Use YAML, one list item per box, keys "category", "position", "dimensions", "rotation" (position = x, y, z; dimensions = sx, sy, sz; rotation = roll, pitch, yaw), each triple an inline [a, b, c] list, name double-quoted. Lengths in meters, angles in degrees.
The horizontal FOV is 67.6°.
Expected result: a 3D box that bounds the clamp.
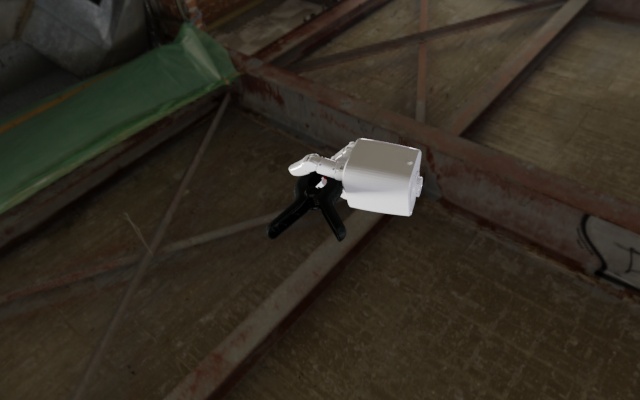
- category: "clamp"
  position: [0.000, 0.003, 0.743]
  dimensions: [0.120, 0.171, 0.039]
  rotation: [11, -41, 17]
